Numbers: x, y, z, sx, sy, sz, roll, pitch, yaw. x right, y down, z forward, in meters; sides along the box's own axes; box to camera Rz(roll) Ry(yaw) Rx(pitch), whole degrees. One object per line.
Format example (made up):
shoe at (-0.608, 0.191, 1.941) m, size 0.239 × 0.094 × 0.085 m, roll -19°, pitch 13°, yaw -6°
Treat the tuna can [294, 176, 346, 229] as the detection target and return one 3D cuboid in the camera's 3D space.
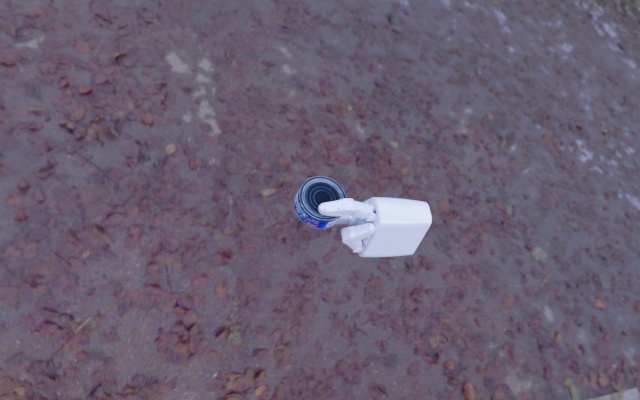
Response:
tuna can at (0.000, 0.002, 0.804) m, size 0.086 × 0.086 × 0.034 m, roll 0°, pitch -26°, yaw -18°
